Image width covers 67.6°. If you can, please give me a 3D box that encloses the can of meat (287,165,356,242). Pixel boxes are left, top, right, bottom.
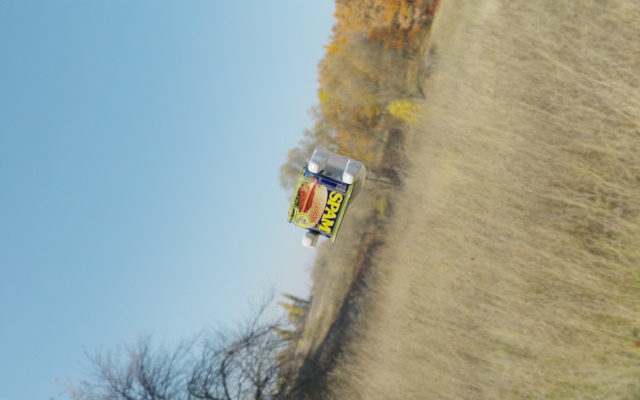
[{"bbox_3d":[0.000,0.002,0.753,0.084,0.102,0.057,21,23,5],"label":"can of meat"}]
